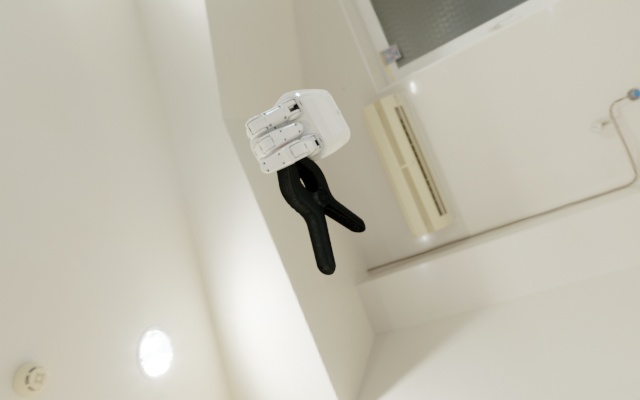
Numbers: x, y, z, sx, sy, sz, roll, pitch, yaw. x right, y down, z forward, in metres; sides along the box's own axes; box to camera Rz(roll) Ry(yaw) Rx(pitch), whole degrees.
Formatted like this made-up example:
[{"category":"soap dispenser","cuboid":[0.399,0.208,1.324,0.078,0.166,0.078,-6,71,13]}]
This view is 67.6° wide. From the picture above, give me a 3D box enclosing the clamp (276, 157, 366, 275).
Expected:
[{"category":"clamp","cuboid":[0.000,0.002,0.642,0.039,0.171,0.120,-22,6,32]}]
